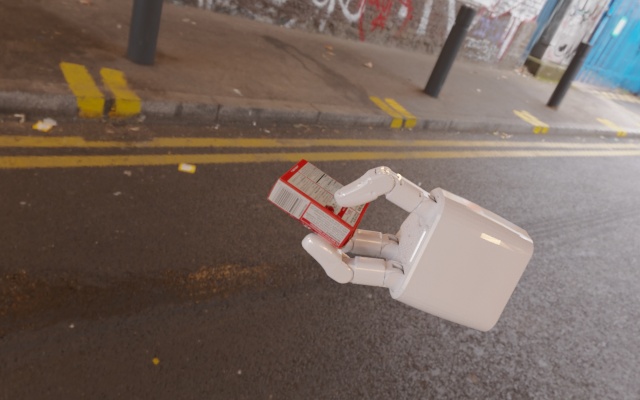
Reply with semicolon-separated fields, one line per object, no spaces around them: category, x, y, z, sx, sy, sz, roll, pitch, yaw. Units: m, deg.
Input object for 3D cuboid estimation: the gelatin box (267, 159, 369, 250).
gelatin box;0.000;0.001;0.482;0.089;0.030;0.073;35;26;2
